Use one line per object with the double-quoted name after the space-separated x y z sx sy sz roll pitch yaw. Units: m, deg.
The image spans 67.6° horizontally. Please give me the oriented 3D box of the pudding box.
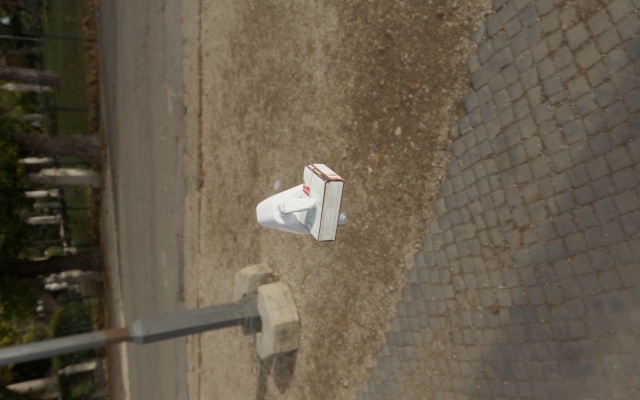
0.000 0.003 0.822 0.039 0.113 0.090 -4 23 -25 "pudding box"
